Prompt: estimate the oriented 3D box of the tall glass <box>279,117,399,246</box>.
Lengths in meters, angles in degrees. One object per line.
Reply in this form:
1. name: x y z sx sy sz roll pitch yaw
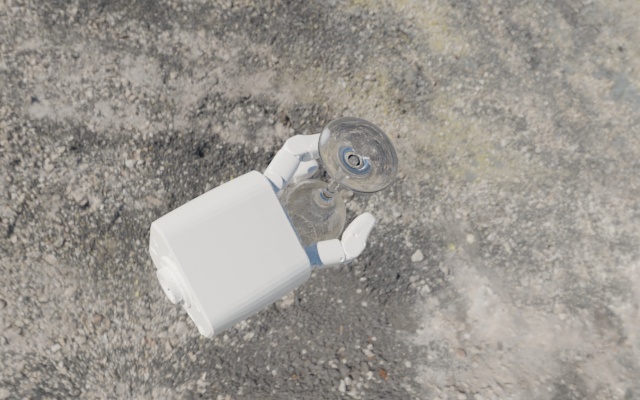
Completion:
1. tall glass: 0.000 0.001 0.488 0.079 0.079 0.201 0 -25 -21
